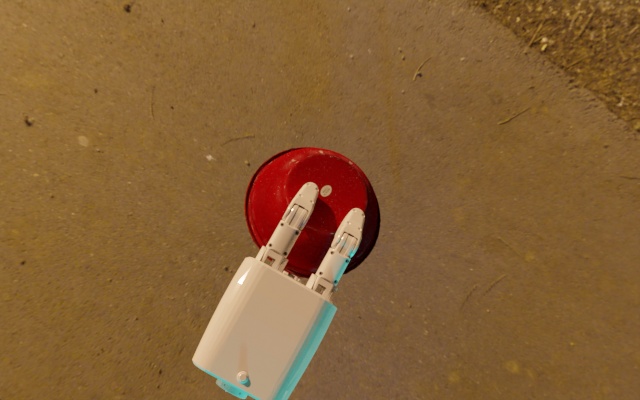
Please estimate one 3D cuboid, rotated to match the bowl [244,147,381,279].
[{"bbox_3d":[0.000,0.000,0.527,0.162,0.162,0.055,0,-22,-17],"label":"bowl"}]
